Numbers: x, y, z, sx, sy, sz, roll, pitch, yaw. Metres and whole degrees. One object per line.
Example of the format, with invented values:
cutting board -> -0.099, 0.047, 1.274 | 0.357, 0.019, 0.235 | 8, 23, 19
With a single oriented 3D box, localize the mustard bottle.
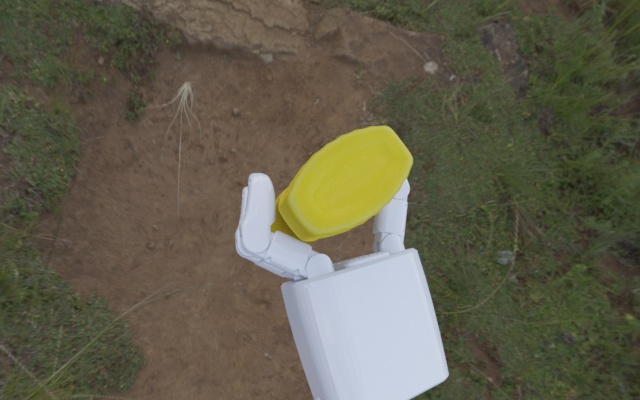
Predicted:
mustard bottle -> 0.000, 0.001, 0.404 | 0.096, 0.058, 0.192 | -38, 1, -17
